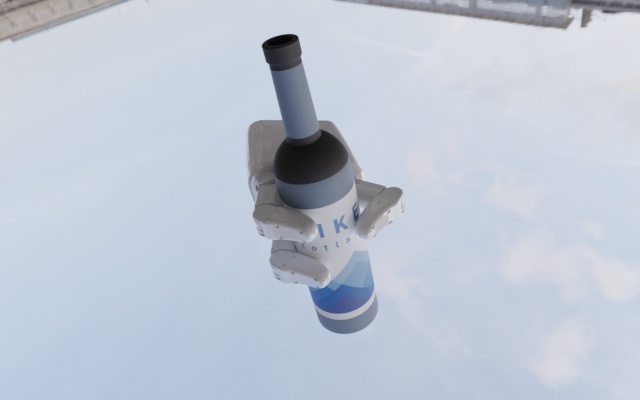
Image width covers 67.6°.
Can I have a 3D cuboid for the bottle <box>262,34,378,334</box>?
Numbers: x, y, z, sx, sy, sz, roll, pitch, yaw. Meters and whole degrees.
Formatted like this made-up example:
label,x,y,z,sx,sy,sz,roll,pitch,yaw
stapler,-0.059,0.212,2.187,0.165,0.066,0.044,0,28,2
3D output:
label,x,y,z,sx,sy,sz,roll,pitch,yaw
bottle,0.000,0.002,0.426,0.069,0.296,0.069,-9,36,7
